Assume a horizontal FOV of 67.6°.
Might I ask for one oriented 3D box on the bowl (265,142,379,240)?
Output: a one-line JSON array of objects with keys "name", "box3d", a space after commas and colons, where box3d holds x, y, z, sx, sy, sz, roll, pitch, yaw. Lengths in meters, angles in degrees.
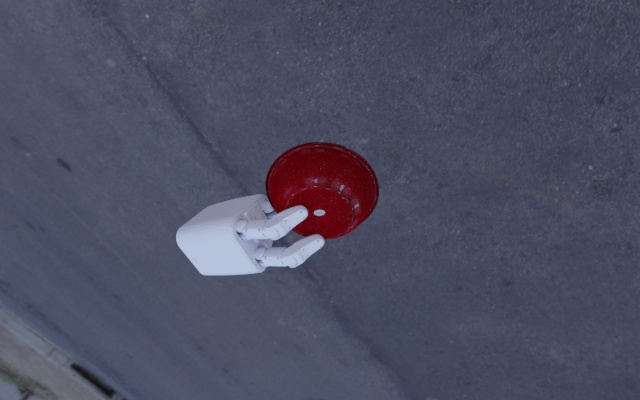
[{"name": "bowl", "box3d": [0.001, 0.002, 0.654, 0.162, 0.162, 0.055, 0, 38, 6]}]
